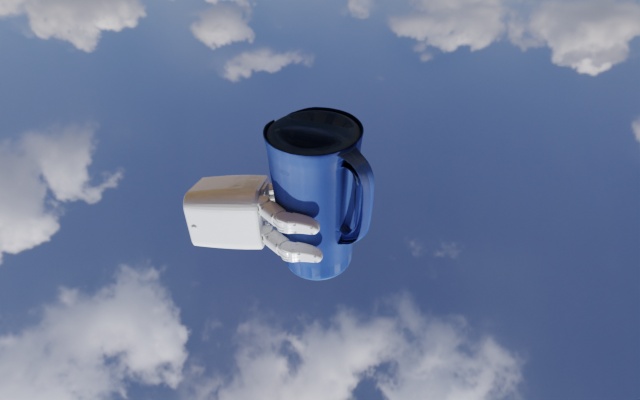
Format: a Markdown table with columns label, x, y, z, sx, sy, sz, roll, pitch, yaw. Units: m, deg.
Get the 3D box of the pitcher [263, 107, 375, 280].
| label | x | y | z | sx | sy | sz | roll | pitch | yaw |
| --- | --- | --- | --- | --- | --- | --- | --- | --- | --- |
| pitcher | 0.000 | 0.002 | 0.690 | 0.145 | 0.243 | 0.149 | 0 | 37 | 3 |
